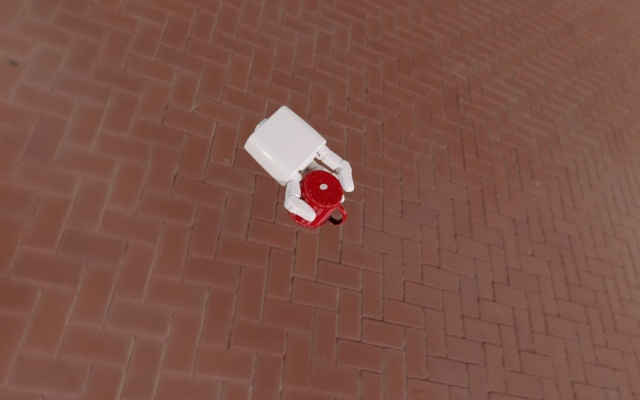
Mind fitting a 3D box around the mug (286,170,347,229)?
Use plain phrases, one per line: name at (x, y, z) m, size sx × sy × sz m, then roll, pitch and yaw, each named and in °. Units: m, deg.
mug at (0.001, 0.004, 0.900) m, size 0.093 × 0.117 × 0.081 m, roll -48°, pitch 0°, yaw -36°
